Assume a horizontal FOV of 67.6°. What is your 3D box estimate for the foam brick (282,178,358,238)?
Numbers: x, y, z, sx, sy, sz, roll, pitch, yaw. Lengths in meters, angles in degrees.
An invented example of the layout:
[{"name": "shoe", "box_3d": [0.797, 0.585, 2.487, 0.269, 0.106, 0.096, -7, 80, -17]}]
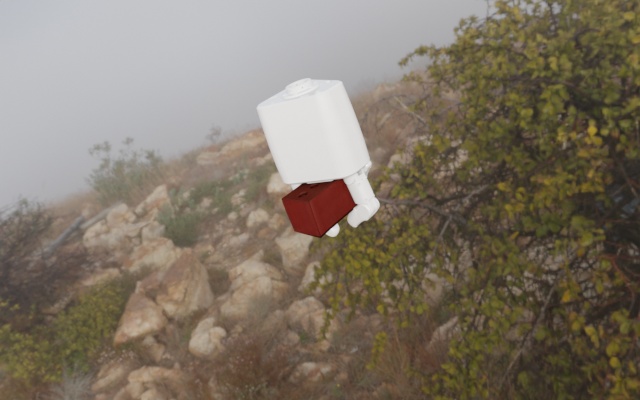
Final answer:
[{"name": "foam brick", "box_3d": [0.000, 0.002, 0.604, 0.053, 0.051, 0.078, 7, 37, 45]}]
